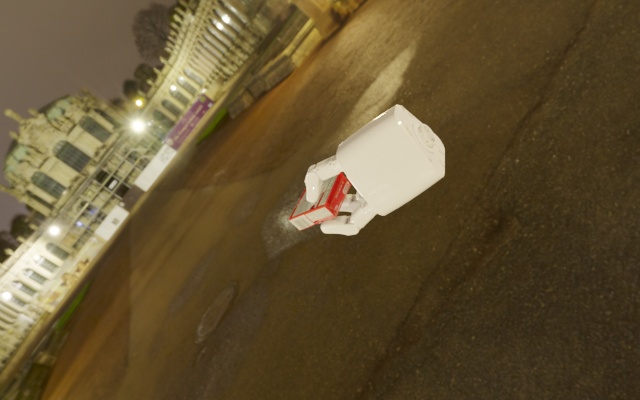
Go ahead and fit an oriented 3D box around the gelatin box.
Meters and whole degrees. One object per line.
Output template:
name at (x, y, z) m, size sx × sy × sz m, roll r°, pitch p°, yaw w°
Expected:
gelatin box at (0.000, 0.002, 0.743) m, size 0.089 × 0.073 × 0.030 m, roll -23°, pitch -59°, yaw 43°
